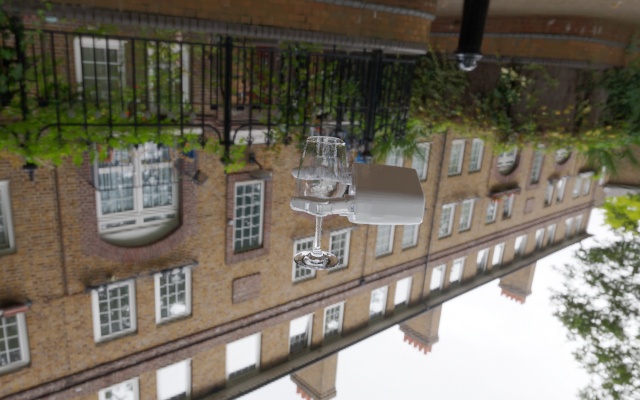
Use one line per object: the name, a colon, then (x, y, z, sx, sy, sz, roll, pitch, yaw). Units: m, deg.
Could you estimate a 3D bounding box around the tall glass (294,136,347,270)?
tall glass: (0.000, 0.003, 0.753, 0.079, 0.201, 0.079, 4, 16, -1)
